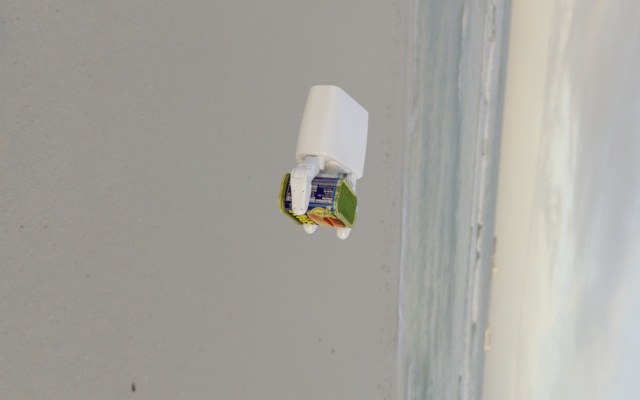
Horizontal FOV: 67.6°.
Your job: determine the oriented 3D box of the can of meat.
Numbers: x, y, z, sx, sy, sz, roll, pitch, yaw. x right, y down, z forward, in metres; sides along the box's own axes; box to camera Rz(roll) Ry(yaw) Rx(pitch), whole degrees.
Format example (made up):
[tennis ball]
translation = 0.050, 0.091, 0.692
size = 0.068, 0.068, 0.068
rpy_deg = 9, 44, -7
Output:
[can of meat]
translation = 0.000, 0.002, 0.672
size = 0.084, 0.057, 0.102
rpy_deg = 4, -17, 20
